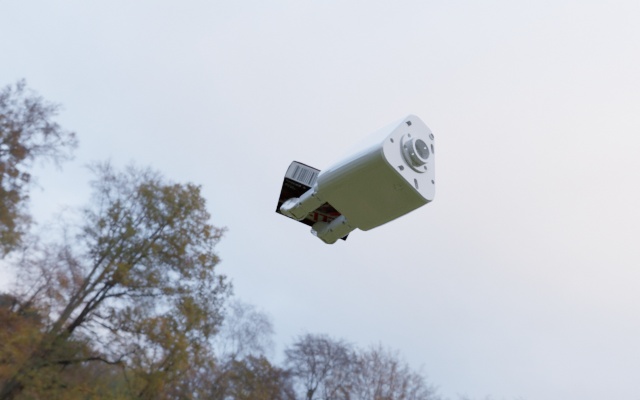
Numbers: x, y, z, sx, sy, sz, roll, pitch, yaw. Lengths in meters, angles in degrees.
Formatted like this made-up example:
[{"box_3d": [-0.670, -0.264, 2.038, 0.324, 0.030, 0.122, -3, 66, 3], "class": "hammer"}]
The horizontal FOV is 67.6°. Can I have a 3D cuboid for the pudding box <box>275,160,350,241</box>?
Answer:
[{"box_3d": [0.000, 0.002, 0.655, 0.113, 0.039, 0.090, 24, -36, 2], "class": "pudding box"}]
